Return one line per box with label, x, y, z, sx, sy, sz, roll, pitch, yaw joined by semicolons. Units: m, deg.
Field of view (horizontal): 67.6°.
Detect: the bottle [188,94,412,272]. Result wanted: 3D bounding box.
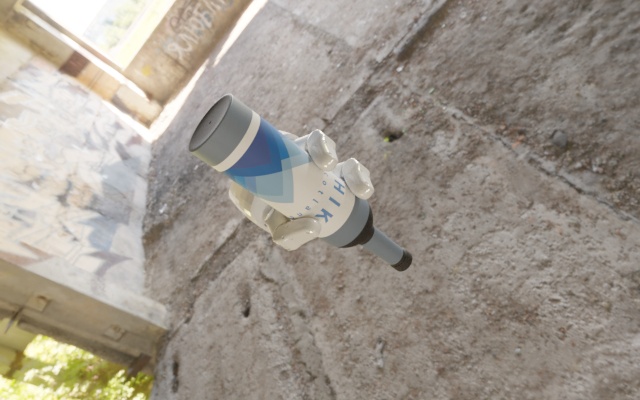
bottle;0.000;0.002;0.517;0.296;0.069;0.069;36;-20;-30
